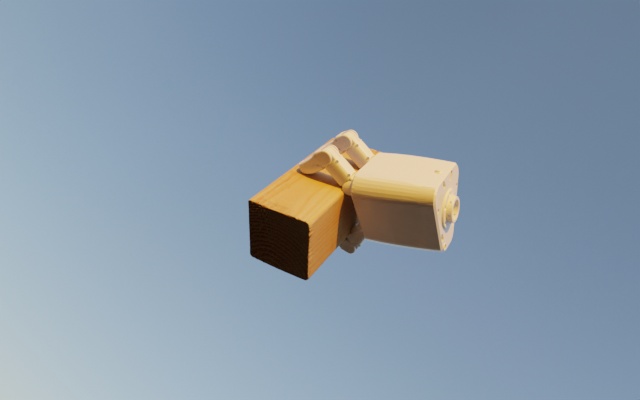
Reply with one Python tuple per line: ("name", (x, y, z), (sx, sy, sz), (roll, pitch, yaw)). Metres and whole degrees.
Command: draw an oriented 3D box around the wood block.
("wood block", (0.001, 0.002, 0.649), (0.090, 0.091, 0.206), (20, 37, 24))
